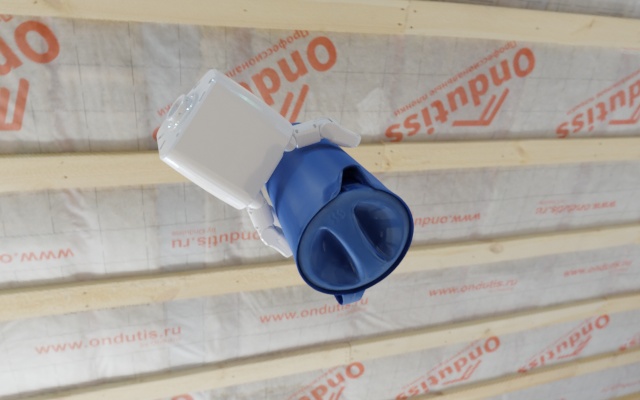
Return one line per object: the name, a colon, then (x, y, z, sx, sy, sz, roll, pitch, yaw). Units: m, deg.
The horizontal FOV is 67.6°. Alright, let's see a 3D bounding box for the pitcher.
pitcher: (0.000, 0.002, 0.593, 0.145, 0.149, 0.242, 33, 13, -33)
